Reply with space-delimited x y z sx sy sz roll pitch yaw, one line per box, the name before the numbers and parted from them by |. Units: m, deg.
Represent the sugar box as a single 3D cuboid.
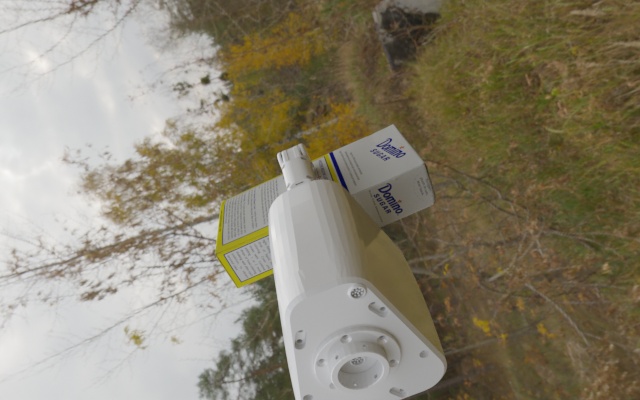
sugar box | 0.000 0.002 0.409 0.176 0.048 0.093 -21 29 4
